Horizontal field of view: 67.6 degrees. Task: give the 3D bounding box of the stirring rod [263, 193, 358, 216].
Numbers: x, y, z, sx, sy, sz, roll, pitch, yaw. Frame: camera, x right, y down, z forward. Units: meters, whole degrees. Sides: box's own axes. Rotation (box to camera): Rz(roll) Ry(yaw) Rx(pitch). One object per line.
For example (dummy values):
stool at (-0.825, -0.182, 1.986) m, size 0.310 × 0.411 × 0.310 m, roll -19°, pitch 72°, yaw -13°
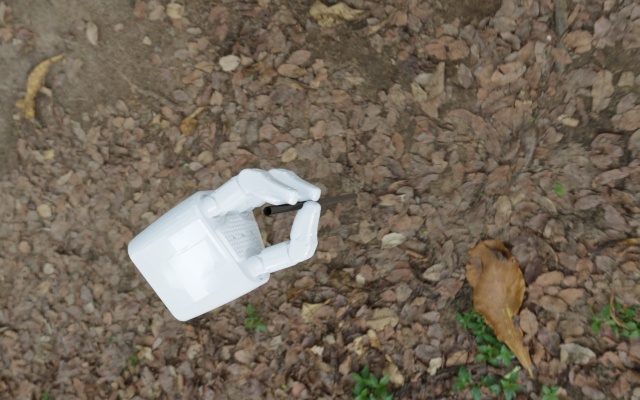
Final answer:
stirring rod at (0.000, 0.002, 0.512) m, size 0.011 × 0.011 × 0.239 m, roll 0°, pitch 3°, yaw 22°
